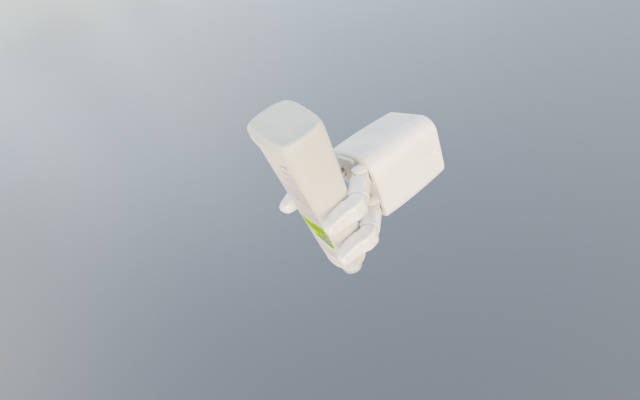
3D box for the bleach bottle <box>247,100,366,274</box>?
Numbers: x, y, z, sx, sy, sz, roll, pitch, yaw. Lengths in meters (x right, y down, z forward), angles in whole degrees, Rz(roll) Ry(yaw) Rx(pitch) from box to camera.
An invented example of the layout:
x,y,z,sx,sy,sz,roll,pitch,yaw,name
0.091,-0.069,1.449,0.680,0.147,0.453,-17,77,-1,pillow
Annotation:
x,y,z,sx,sy,sz,roll,pitch,yaw,name
0.000,0.002,0.601,0.068,0.251,0.102,-36,42,-13,bleach bottle
